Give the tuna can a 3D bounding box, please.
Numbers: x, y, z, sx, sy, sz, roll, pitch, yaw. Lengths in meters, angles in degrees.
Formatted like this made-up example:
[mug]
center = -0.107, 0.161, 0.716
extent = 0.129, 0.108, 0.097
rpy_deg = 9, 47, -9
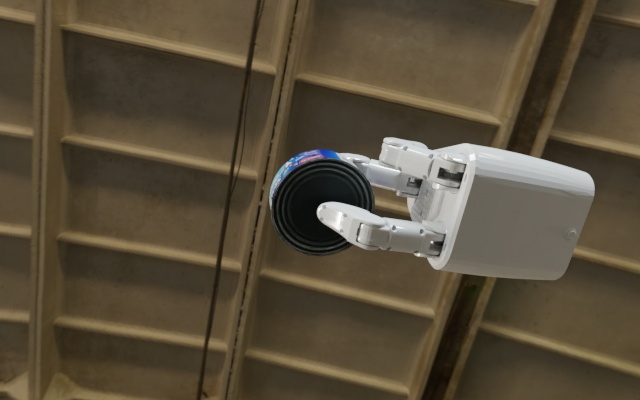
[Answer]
[tuna can]
center = 0.000, 0.001, 0.402
extent = 0.086, 0.086, 0.033
rpy_deg = 0, 21, -11
